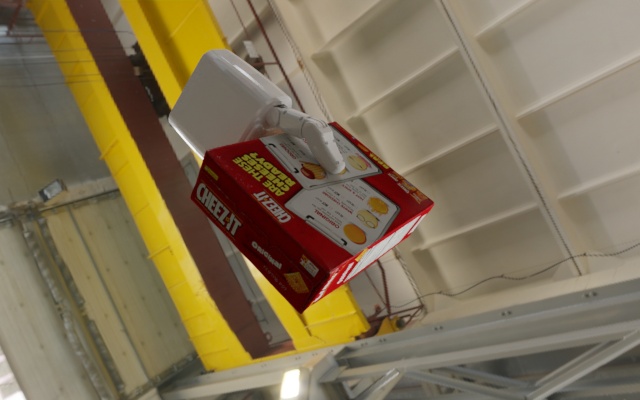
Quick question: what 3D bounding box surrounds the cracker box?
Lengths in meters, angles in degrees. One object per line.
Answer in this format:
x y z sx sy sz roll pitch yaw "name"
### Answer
0.000 0.001 0.506 0.164 0.072 0.213 43 36 18 "cracker box"
